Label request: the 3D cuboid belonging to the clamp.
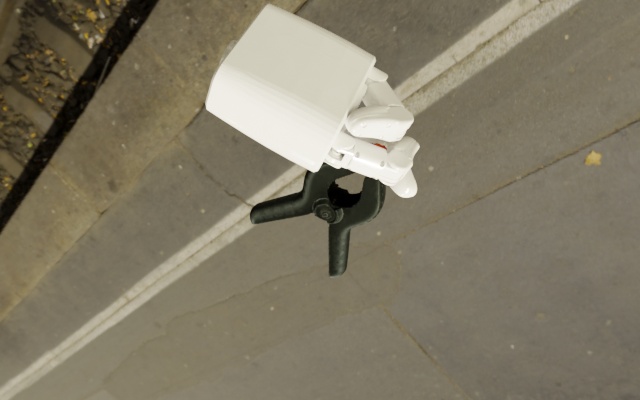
[{"bbox_3d":[0.000,0.002,0.471,0.120,0.172,0.039,25,40,-5],"label":"clamp"}]
